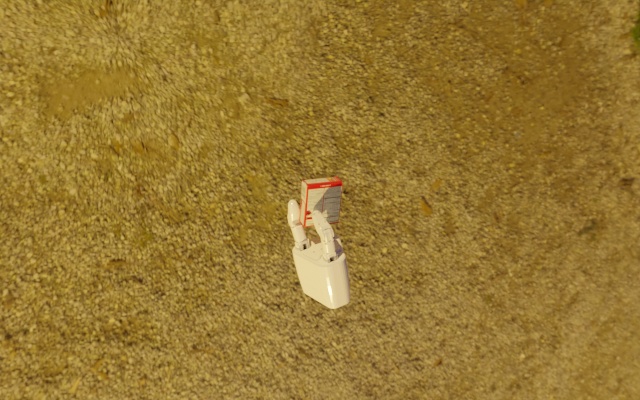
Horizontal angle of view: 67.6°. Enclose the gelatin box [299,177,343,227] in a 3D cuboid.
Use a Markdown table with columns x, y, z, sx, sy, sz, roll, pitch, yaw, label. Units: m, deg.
| x | y | z | sx | sy | sz | roll | pitch | yaw | label |
| --- | --- | --- | --- | --- | --- | --- | --- | --- | --- |
| 0.000 | 0.003 | 0.897 | 0.073 | 0.089 | 0.030 | -7 | 28 | -23 | gelatin box |
